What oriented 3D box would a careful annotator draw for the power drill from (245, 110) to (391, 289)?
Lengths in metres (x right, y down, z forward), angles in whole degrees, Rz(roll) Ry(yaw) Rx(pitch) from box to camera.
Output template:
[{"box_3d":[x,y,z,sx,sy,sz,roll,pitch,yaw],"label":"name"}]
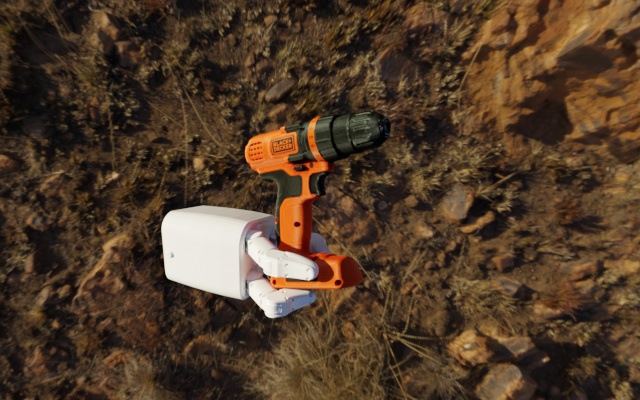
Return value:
[{"box_3d":[0.000,0.002,0.532,0.184,0.187,0.057,-7,-5,36],"label":"power drill"}]
